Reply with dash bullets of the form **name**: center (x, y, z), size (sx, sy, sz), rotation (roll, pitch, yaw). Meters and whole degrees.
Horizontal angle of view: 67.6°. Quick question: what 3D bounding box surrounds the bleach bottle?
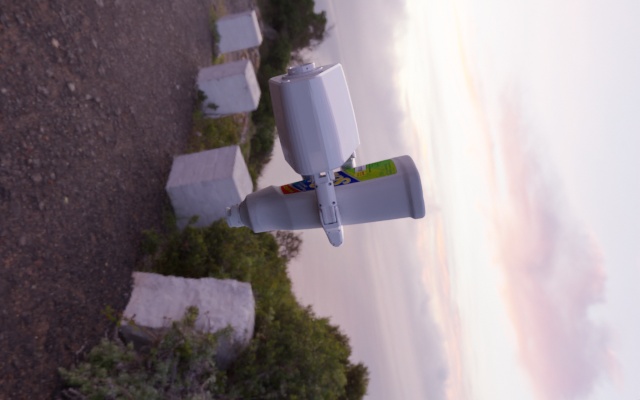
- **bleach bottle**: center (0.000, 0.002, 0.614), size (0.251, 0.068, 0.102), rotation (-11, 20, 6)
